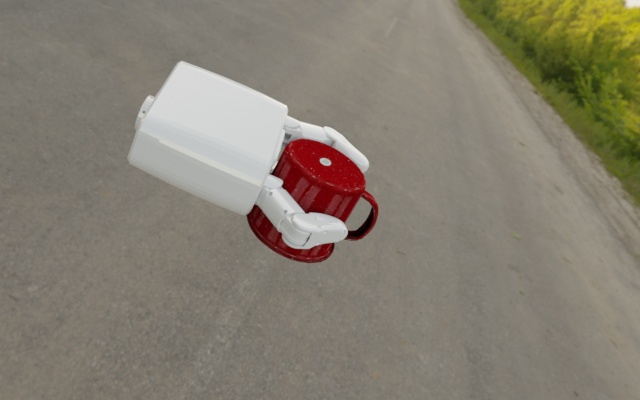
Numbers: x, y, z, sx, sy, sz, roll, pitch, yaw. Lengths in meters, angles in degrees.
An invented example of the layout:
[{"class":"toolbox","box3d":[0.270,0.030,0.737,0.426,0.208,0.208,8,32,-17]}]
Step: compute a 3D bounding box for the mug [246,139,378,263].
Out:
[{"class":"mug","box3d":[0.001,0.002,0.447,0.117,0.081,0.093,23,29,-14]}]
